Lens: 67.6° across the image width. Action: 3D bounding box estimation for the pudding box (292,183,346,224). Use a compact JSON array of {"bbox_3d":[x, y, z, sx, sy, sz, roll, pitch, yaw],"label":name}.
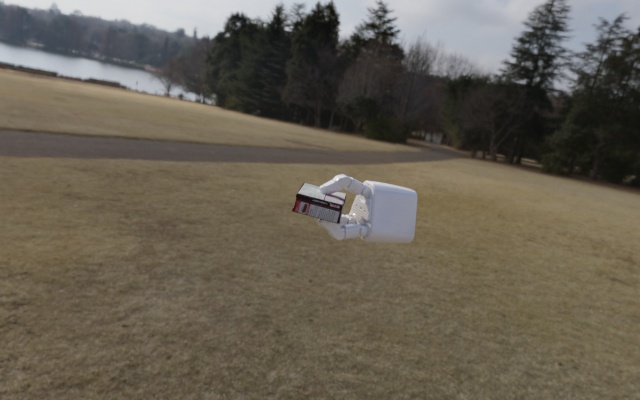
[{"bbox_3d":[0.000,0.003,0.895,0.090,0.039,0.113,14,12,2],"label":"pudding box"}]
